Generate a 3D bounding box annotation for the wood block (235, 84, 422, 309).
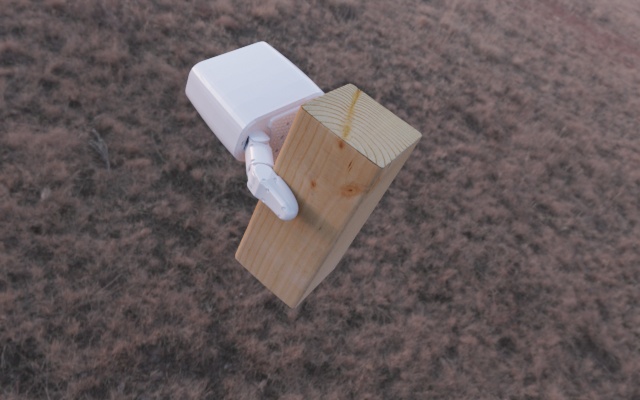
[{"bbox_3d":[0.000,0.001,0.481,0.090,0.206,0.090,39,40,13],"label":"wood block"}]
